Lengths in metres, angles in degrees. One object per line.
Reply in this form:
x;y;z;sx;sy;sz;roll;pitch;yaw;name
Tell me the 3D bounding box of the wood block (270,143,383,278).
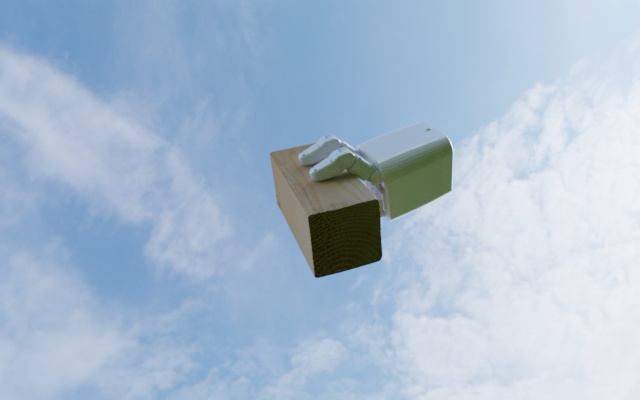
0.000;0.002;0.648;0.090;0.091;0.206;-14;29;-12;wood block
